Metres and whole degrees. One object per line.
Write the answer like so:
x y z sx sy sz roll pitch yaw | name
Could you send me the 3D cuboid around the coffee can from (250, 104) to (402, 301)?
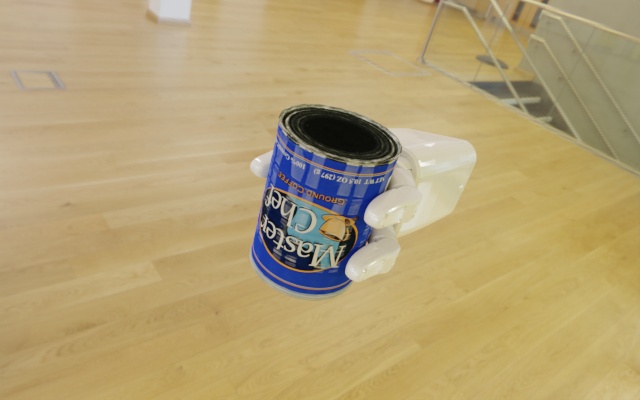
0.000 0.001 0.419 0.103 0.140 0.102 12 31 -7 | coffee can
